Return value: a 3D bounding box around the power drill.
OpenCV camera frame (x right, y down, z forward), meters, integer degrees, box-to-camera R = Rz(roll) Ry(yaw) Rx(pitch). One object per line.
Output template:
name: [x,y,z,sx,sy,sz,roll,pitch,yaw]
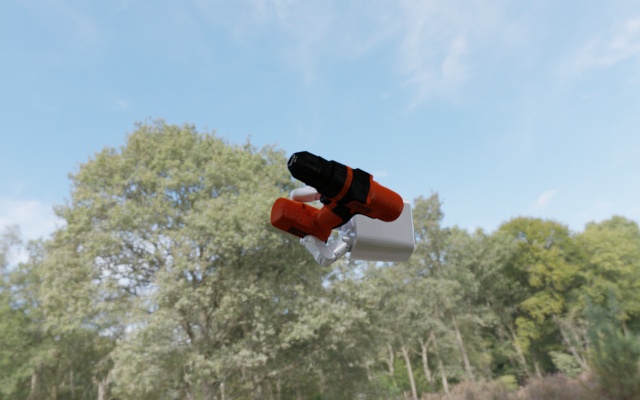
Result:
power drill: [0.000,0.003,0.708,0.184,0.057,0.188,25,-29,-24]
